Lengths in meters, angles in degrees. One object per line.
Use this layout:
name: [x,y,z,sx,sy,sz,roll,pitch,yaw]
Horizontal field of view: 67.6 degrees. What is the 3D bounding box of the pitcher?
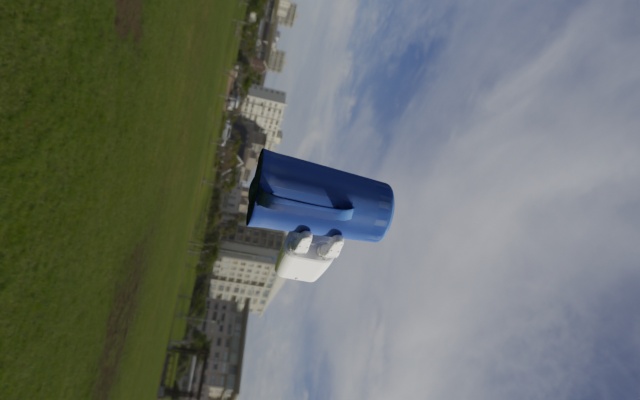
pitcher: [0.000,0.003,0.814,0.243,0.149,0.145,11,-36,-12]
